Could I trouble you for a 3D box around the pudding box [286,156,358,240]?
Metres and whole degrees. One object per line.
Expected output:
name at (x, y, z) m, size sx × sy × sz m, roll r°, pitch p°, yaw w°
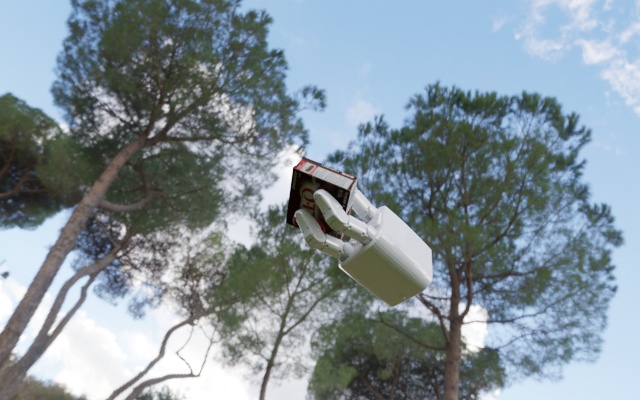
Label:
pudding box at (0.000, 0.002, 0.695) m, size 0.090 × 0.114 × 0.039 m, roll 22°, pitch 41°, yaw 13°
